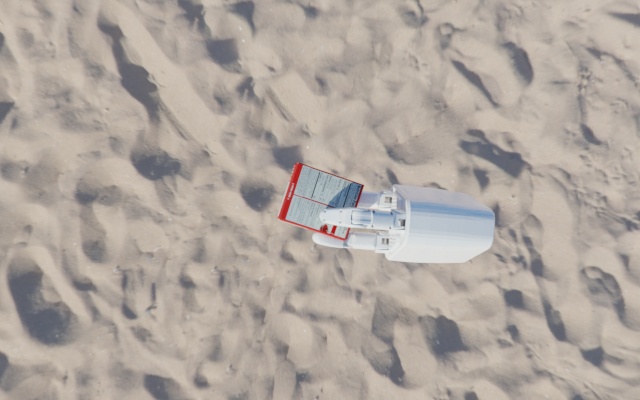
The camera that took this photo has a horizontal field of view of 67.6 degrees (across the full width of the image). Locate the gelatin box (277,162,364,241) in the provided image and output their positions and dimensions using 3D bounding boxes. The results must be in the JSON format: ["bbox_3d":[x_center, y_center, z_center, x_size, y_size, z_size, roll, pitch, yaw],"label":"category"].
[{"bbox_3d":[0.000,0.002,0.583,0.089,0.073,0.030,18,-3,-9],"label":"gelatin box"}]
